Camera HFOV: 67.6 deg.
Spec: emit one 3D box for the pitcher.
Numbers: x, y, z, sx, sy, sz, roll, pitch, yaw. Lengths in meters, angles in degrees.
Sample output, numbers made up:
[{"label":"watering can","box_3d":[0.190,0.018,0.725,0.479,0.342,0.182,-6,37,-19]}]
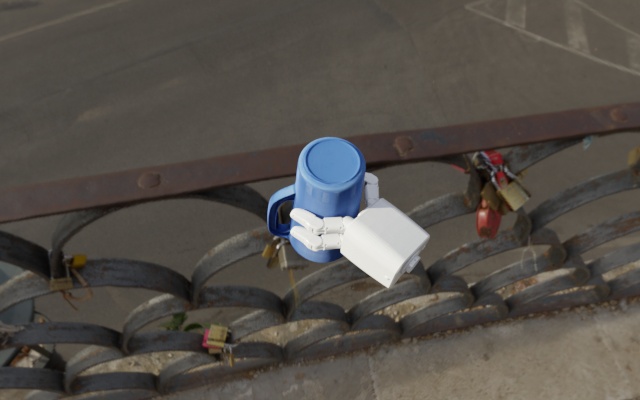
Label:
[{"label":"pitcher","box_3d":[0.000,0.003,0.846,0.145,0.149,0.243,38,-27,18]}]
